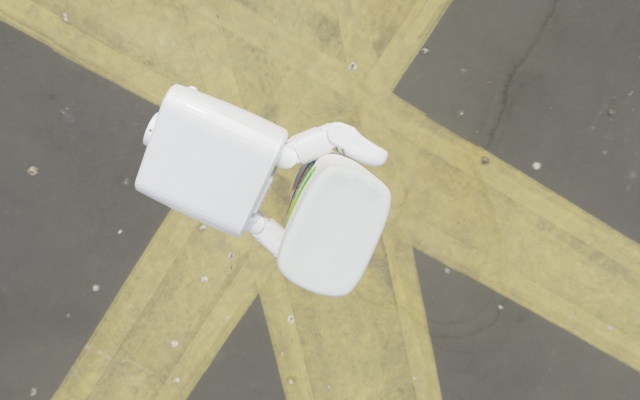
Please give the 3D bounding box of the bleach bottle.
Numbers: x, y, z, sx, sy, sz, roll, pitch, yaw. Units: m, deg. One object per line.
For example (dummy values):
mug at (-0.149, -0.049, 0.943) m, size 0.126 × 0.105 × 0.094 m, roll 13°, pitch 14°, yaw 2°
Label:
bleach bottle at (0.000, 0.001, 0.471) m, size 0.068 × 0.102 × 0.251 m, roll 23°, pitch 6°, yaw -9°
